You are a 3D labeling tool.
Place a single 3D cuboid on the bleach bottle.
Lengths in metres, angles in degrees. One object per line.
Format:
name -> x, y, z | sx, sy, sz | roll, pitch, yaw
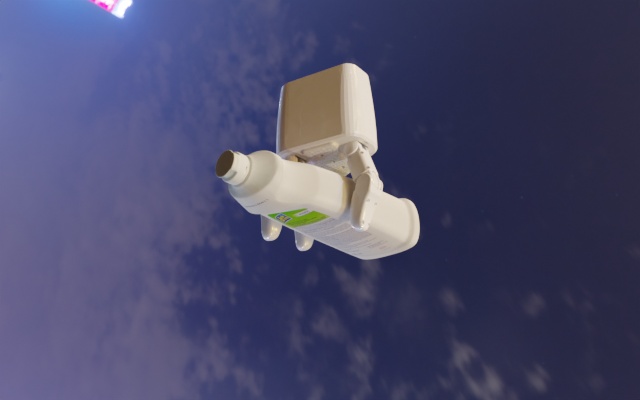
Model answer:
bleach bottle -> 0.000, 0.002, 0.528 | 0.102, 0.068, 0.251 | -23, -33, 37
